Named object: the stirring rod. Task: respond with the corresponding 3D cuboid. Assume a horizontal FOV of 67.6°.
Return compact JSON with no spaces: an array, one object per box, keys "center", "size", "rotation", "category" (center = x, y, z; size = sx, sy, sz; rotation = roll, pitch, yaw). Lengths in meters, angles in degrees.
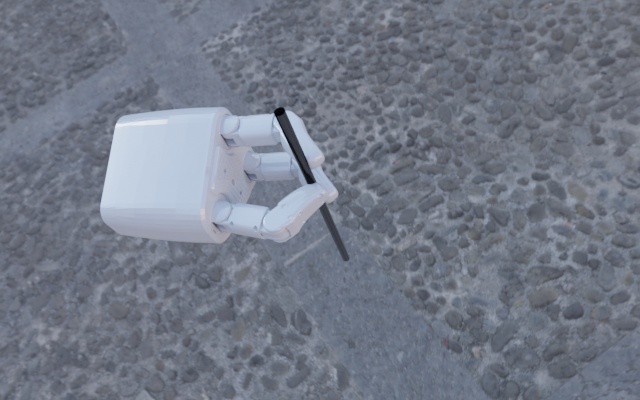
[{"center":[0.000,0.001,0.423],"size":[0.011,0.011,0.240],"rotation":[0,-31,16],"category":"stirring rod"}]
